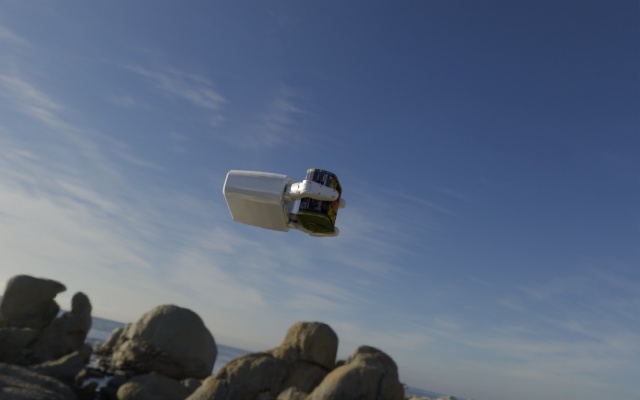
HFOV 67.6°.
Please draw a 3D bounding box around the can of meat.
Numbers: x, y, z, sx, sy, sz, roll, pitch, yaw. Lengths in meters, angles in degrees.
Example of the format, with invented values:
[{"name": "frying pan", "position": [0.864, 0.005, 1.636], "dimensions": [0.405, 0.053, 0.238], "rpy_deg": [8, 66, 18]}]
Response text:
[{"name": "can of meat", "position": [0.000, 0.002, 0.827], "dimensions": [0.057, 0.084, 0.102], "rpy_deg": [7, -19, 14]}]
